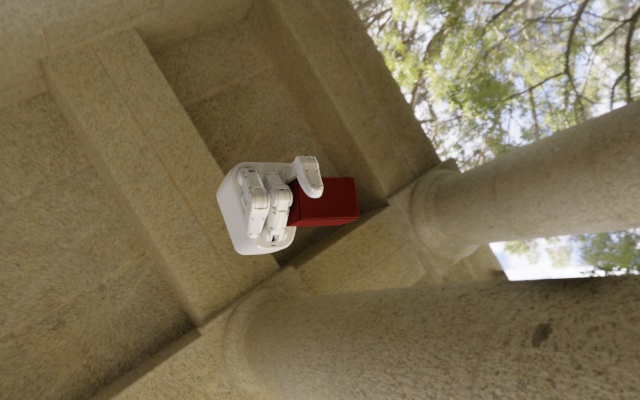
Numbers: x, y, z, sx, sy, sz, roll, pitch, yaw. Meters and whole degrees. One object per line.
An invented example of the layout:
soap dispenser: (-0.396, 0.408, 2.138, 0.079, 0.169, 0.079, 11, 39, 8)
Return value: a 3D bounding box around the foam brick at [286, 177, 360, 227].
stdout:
foam brick: (0.000, 0.002, 0.586, 0.078, 0.053, 0.051, 0, -12, -24)
